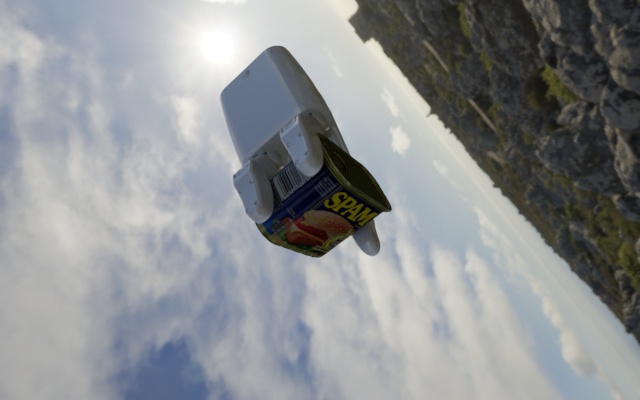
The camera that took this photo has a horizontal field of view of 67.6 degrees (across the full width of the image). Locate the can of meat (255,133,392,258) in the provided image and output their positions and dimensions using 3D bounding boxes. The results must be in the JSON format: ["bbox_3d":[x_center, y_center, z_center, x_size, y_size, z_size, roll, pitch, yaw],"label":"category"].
[{"bbox_3d":[0.000,0.002,0.415,0.084,0.057,0.102,-38,-34,17],"label":"can of meat"}]
